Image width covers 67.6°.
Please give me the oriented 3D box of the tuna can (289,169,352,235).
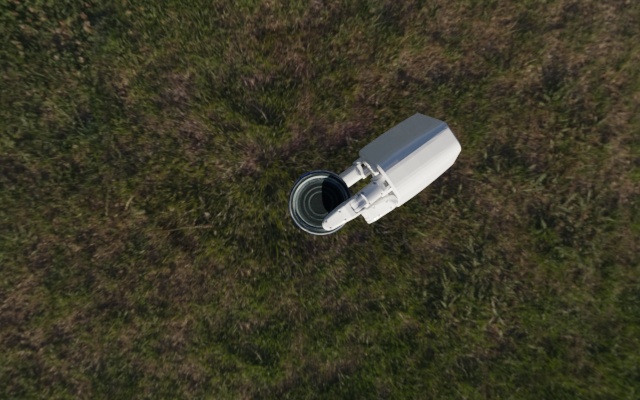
[{"bbox_3d":[0.000,0.002,0.639,0.086,0.086,0.033,0,8,-2],"label":"tuna can"}]
